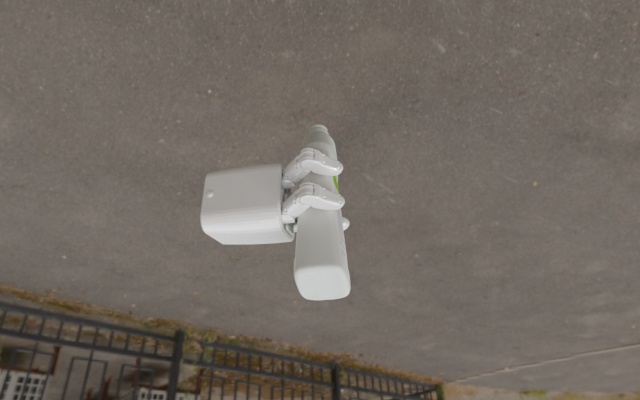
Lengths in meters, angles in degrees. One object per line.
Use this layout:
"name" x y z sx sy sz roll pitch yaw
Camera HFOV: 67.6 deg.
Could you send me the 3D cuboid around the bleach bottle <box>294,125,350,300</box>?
"bleach bottle" 0.000 0.002 0.664 0.068 0.250 0.103 -5 -34 5
